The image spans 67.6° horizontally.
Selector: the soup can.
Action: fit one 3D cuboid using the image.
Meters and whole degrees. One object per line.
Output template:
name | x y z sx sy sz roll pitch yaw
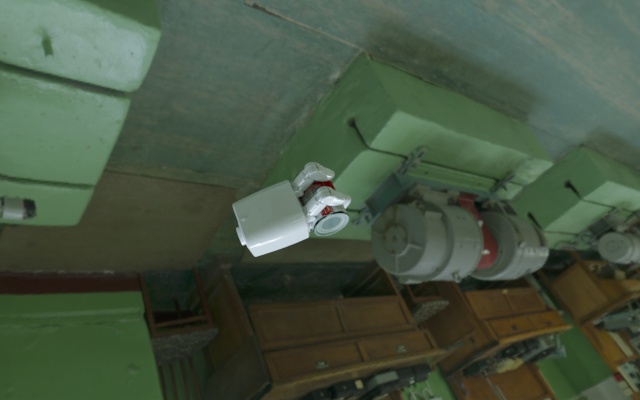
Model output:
soup can | 0.001 0.003 0.838 0.068 0.102 0.069 -18 -32 -12
